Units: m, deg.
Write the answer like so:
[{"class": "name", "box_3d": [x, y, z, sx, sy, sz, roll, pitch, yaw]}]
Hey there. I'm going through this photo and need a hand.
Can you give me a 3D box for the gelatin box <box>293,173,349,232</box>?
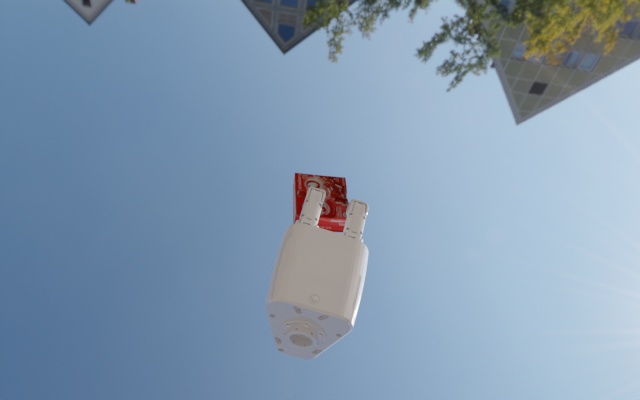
[{"class": "gelatin box", "box_3d": [0.000, 0.002, 0.647, 0.073, 0.030, 0.089, 5, 41, -8]}]
